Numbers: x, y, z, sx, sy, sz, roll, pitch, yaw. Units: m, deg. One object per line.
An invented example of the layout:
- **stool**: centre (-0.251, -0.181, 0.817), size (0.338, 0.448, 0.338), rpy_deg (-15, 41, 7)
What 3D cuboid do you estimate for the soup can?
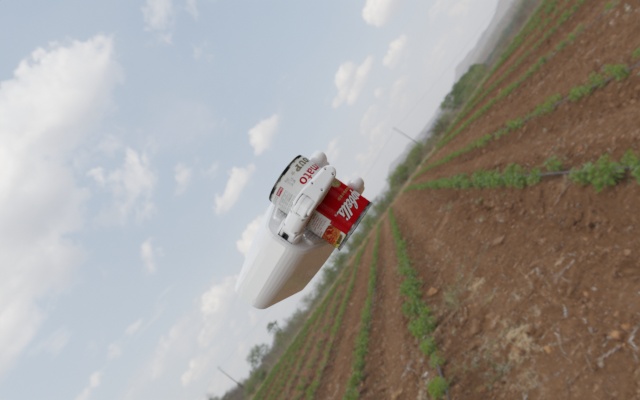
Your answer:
- **soup can**: centre (0.000, 0.001, 0.554), size (0.102, 0.068, 0.068), rpy_deg (35, 4, 6)
